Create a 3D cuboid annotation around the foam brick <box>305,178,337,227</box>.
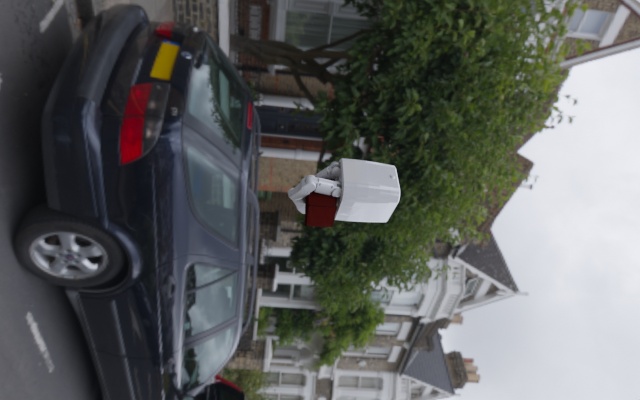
[{"bbox_3d":[0.000,0.003,0.866,0.051,0.053,0.078,5,44,-6],"label":"foam brick"}]
